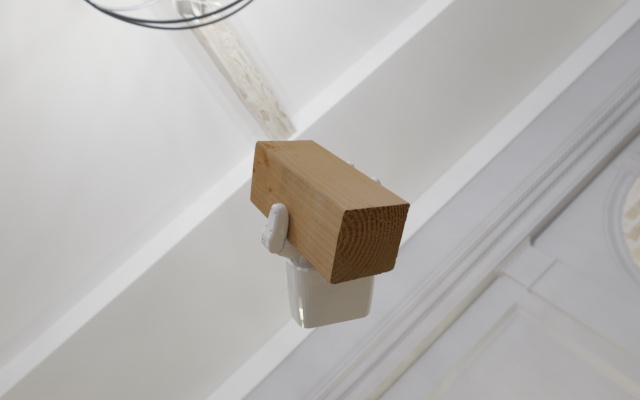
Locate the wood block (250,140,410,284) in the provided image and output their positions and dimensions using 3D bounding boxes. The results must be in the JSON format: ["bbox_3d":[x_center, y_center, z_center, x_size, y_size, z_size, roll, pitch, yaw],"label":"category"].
[{"bbox_3d":[0.000,0.002,0.581,0.091,0.090,0.206,-7,29,-33],"label":"wood block"}]
